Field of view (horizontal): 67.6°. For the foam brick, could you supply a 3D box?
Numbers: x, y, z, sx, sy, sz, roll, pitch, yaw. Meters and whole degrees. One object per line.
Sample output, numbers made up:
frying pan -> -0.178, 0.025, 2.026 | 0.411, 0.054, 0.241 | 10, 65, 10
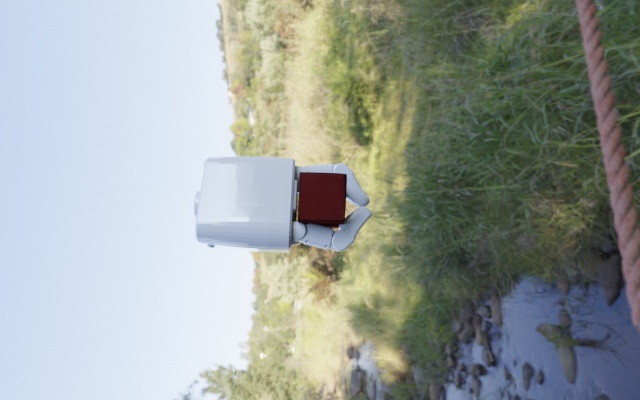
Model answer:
foam brick -> 0.000, 0.002, 0.540 | 0.051, 0.053, 0.078 | 3, -10, -2
